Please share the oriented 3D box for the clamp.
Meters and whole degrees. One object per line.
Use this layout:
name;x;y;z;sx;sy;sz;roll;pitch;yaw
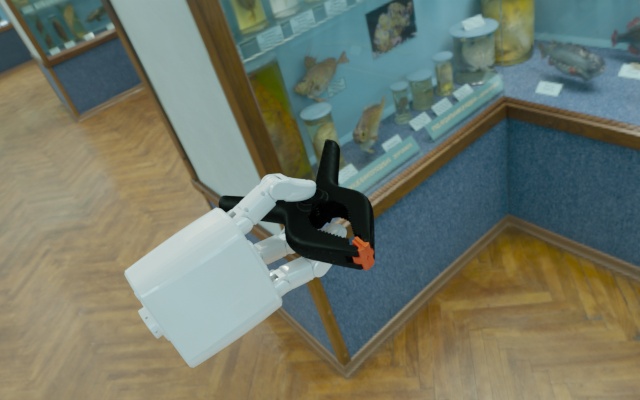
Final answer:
clamp;0.000;0.001;0.516;0.164;0.036;0.210;-36;39;-19
